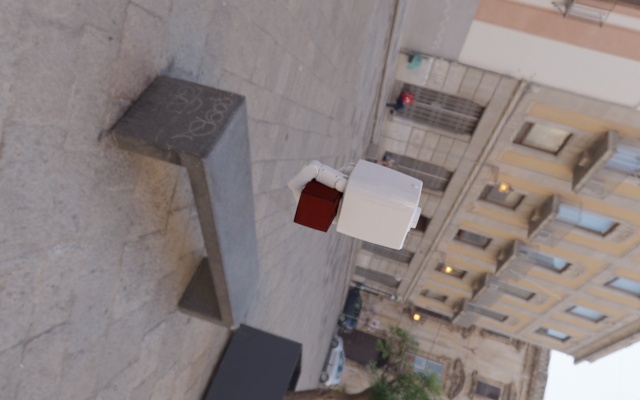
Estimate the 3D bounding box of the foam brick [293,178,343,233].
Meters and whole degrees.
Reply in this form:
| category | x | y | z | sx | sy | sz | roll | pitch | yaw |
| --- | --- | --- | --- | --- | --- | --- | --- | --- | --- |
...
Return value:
| category | x | y | z | sx | sy | sz | roll | pitch | yaw |
| --- | --- | --- | --- | --- | --- | --- | --- | --- | --- |
| foam brick | 0.000 | 0.002 | 0.707 | 0.051 | 0.053 | 0.078 | 19 | 28 | 7 |
